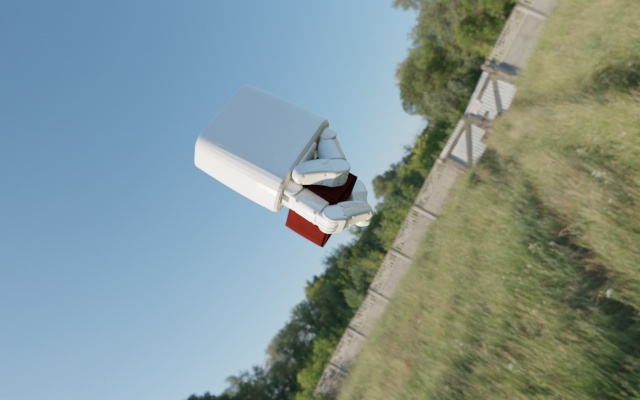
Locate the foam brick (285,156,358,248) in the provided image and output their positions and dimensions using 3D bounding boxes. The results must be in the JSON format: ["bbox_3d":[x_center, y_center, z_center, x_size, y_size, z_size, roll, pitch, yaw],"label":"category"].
[{"bbox_3d":[0.000,0.002,0.534,0.051,0.078,0.053,27,45,9],"label":"foam brick"}]
